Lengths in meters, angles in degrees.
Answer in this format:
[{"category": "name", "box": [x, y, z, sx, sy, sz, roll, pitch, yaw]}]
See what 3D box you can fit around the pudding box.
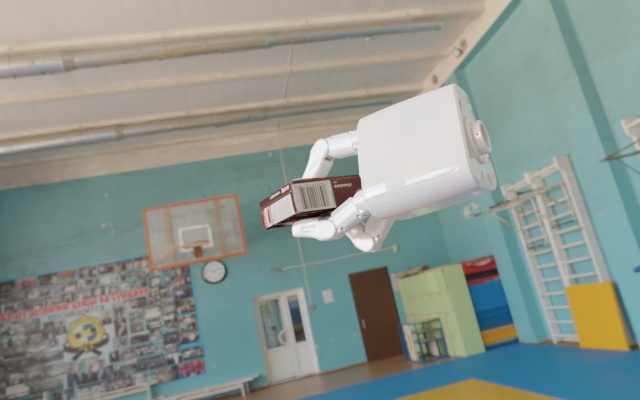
[{"category": "pudding box", "box": [0.000, 0.002, 0.540, 0.113, 0.039, 0.090, -5, -12, -30]}]
